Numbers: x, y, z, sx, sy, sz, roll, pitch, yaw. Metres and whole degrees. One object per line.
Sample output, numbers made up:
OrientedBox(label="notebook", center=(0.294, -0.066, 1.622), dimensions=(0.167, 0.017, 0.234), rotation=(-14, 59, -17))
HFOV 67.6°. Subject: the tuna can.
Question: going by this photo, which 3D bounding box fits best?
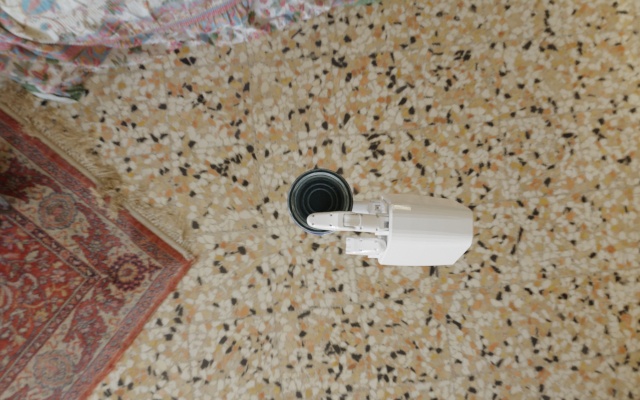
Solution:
OrientedBox(label="tuna can", center=(0.000, 0.002, 0.619), dimensions=(0.086, 0.086, 0.034), rotation=(0, -5, 2))
